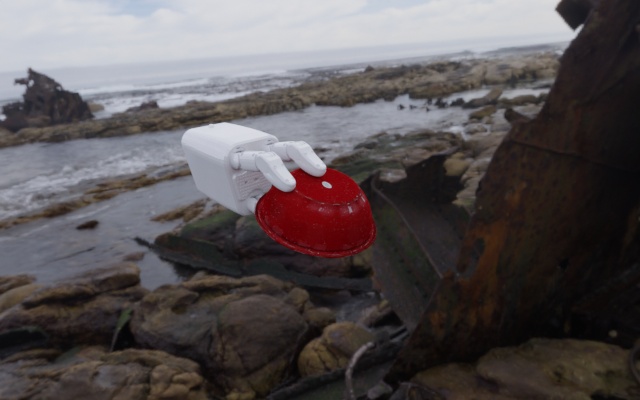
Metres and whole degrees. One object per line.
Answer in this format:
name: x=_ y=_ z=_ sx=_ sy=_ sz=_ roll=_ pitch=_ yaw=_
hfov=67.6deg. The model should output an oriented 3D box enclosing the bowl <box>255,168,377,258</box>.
bowl: x=0.001 y=0.002 z=0.610 sx=0.162 sy=0.055 sz=0.162 roll=10 pitch=31 yaw=-6
